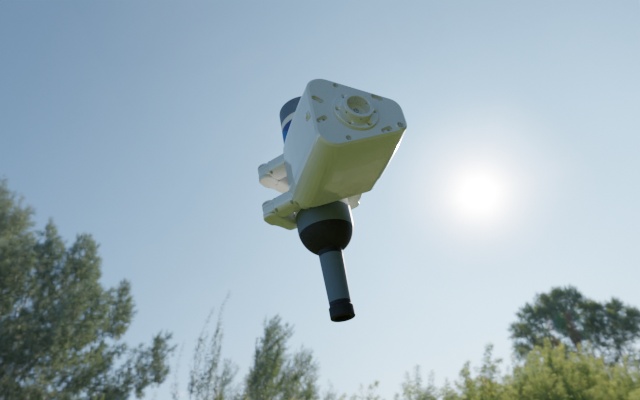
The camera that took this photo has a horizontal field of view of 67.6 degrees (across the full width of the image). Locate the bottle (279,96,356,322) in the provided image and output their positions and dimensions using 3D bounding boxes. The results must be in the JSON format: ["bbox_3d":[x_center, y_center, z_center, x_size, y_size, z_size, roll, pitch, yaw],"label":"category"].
[{"bbox_3d":[0.000,0.002,0.584,0.069,0.295,0.069,-8,-31,-5],"label":"bottle"}]
